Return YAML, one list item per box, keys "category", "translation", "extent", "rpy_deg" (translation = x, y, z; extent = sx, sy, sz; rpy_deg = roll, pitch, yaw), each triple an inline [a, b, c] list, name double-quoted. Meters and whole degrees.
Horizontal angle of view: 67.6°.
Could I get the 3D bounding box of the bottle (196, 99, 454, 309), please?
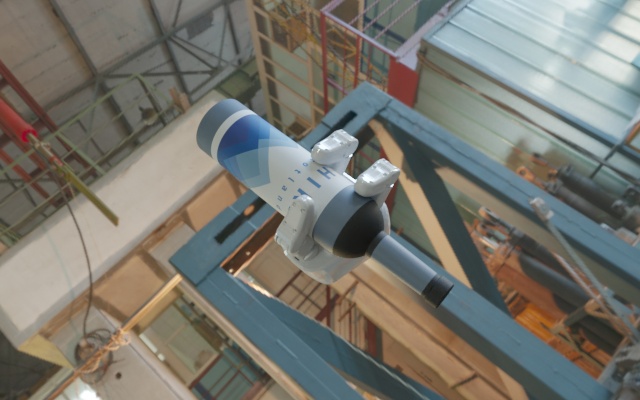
- category: "bottle"
  translation: [0.000, 0.001, 0.471]
  extent: [0.295, 0.069, 0.069]
  rpy_deg: [37, 15, 20]
